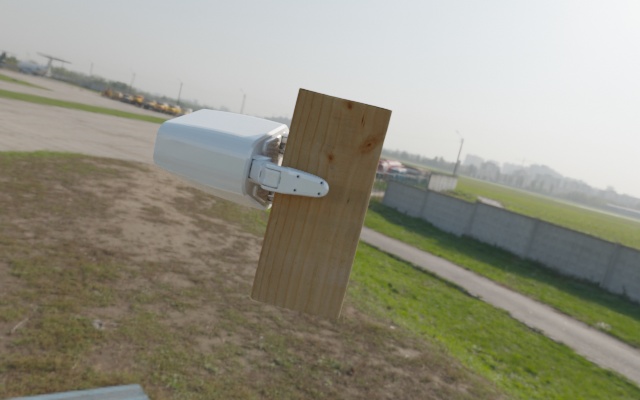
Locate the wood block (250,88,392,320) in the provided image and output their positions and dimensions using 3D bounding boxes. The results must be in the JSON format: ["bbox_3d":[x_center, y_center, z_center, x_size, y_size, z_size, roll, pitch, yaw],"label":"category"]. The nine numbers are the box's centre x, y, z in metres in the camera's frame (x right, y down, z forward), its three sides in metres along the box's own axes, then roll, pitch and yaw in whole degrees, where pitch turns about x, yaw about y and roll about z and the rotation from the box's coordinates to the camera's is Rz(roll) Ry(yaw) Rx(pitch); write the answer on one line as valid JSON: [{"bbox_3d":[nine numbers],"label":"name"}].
[{"bbox_3d":[0.000,0.001,0.489,0.090,0.206,0.091,14,7,0],"label":"wood block"}]
